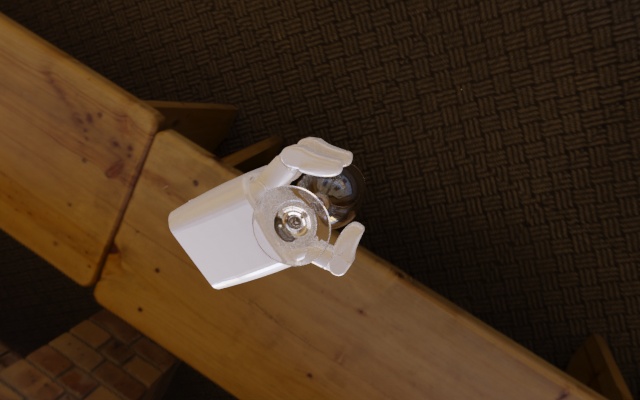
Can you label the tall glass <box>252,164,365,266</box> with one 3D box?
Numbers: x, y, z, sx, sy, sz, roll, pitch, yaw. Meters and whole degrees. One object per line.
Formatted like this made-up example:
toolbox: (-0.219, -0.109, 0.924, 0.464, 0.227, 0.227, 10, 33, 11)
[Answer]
tall glass: (0.000, 0.002, 0.515, 0.079, 0.079, 0.201, 0, 13, 16)
